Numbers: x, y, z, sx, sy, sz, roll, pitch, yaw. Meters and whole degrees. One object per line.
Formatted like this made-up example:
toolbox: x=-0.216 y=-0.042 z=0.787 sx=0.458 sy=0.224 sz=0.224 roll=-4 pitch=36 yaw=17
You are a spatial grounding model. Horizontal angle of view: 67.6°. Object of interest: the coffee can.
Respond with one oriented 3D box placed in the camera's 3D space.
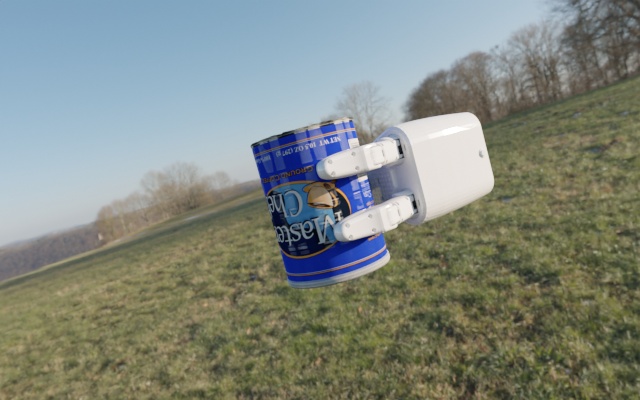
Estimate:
coffee can: x=0.000 y=0.002 z=0.463 sx=0.103 sy=0.140 sz=0.103 roll=-15 pitch=4 yaw=1
